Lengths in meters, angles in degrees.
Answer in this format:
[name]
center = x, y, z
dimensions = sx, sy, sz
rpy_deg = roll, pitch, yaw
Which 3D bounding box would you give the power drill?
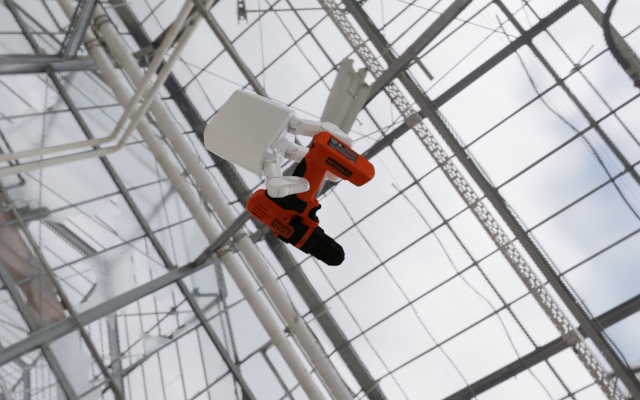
[power drill]
center = 0.000, 0.002, 0.741
dimensions = 0.184, 0.188, 0.057
rpy_deg = 35, 28, -9
